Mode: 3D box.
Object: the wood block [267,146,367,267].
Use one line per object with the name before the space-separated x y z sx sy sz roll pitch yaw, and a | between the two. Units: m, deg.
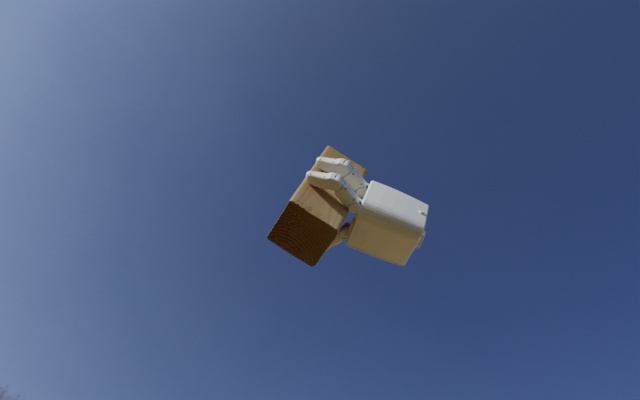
wood block | 0.000 0.003 0.811 0.090 0.091 0.206 32 34 -1
